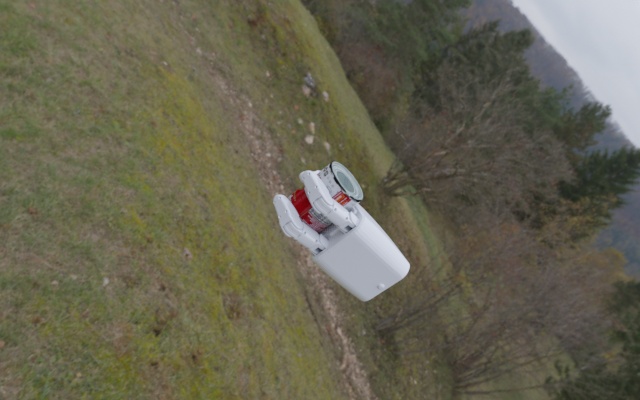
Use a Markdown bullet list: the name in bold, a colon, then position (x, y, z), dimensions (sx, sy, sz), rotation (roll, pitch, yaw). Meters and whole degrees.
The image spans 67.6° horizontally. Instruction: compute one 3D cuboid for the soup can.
- **soup can**: position (0.000, 0.002, 0.664), dimensions (0.102, 0.068, 0.068), rotation (-38, -17, 22)
